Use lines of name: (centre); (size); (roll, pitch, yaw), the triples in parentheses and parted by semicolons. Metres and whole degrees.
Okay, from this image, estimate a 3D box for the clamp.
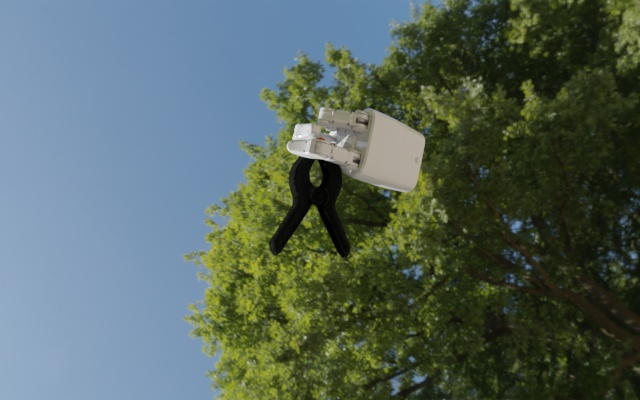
clamp: (0.000, 0.002, 0.668); (0.120, 0.171, 0.039); (16, -6, -32)
